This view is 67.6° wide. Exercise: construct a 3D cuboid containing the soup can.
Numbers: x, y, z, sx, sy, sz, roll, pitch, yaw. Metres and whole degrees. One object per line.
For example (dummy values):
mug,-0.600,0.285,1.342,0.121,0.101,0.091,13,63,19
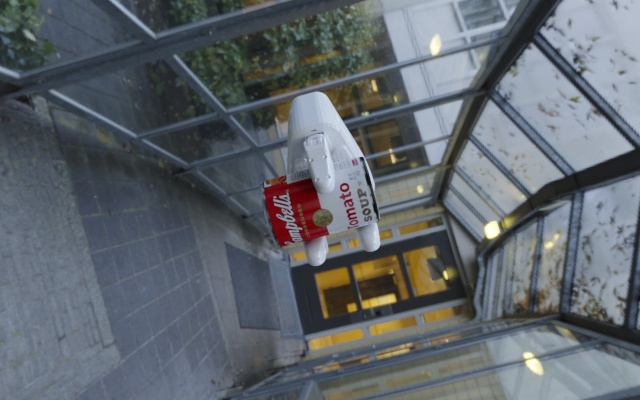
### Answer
soup can,0.000,0.002,0.463,0.102,0.068,0.068,-14,-1,3
